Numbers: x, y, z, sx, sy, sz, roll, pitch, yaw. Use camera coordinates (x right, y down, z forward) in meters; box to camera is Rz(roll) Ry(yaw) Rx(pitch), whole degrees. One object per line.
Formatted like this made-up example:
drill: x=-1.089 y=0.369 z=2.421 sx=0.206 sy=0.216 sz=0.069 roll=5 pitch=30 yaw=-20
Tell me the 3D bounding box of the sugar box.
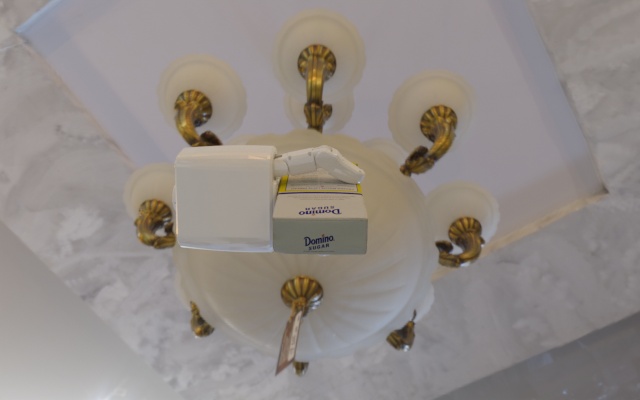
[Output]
sugar box: x=0.000 y=0.002 z=0.532 sx=0.093 sy=0.048 sz=0.176 roll=1 pitch=25 yaw=1
